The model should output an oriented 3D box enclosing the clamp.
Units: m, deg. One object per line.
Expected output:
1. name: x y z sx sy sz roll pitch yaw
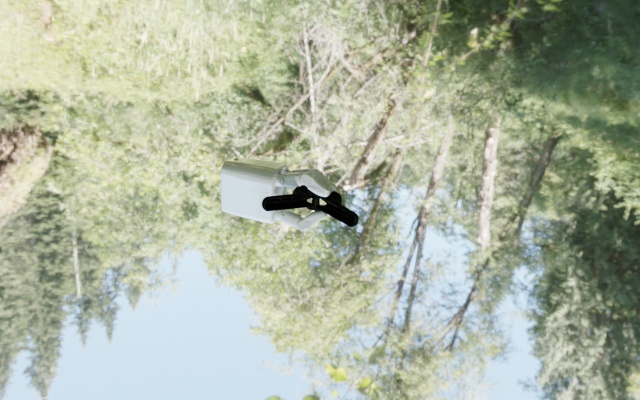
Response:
1. clamp: 0.000 0.004 0.881 0.164 0.036 0.210 13 13 10
